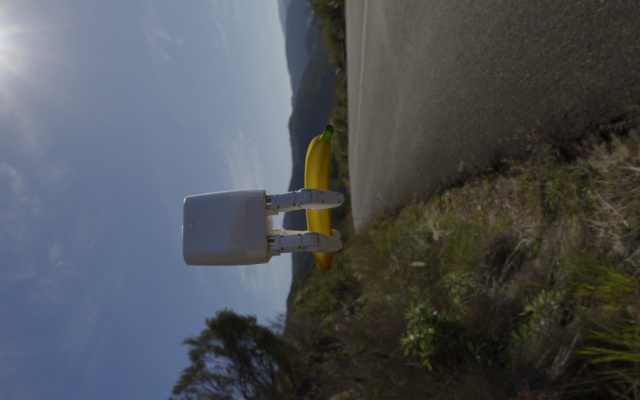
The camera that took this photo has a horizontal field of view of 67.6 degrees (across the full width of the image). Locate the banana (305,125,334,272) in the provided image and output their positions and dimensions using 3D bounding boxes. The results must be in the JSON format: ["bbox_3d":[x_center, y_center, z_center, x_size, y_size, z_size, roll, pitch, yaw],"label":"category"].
[{"bbox_3d":[-0.002,-0.003,0.667,0.037,0.198,0.069,-1,6,-6],"label":"banana"}]
